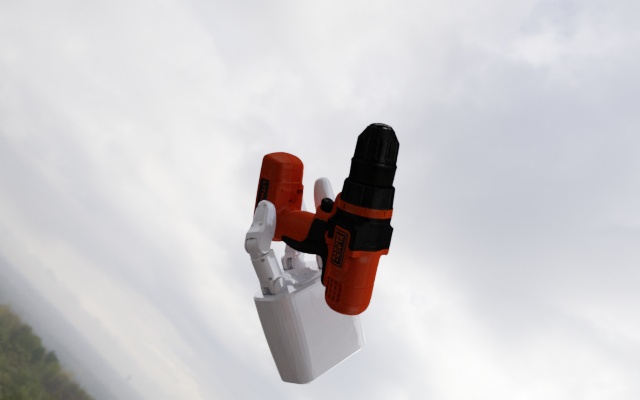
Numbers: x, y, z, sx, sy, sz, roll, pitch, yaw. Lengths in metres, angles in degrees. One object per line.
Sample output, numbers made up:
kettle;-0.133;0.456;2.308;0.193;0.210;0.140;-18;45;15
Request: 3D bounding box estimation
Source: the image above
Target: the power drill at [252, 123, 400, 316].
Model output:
power drill;0.000;0.002;0.500;0.057;0.184;0.187;4;13;-36
